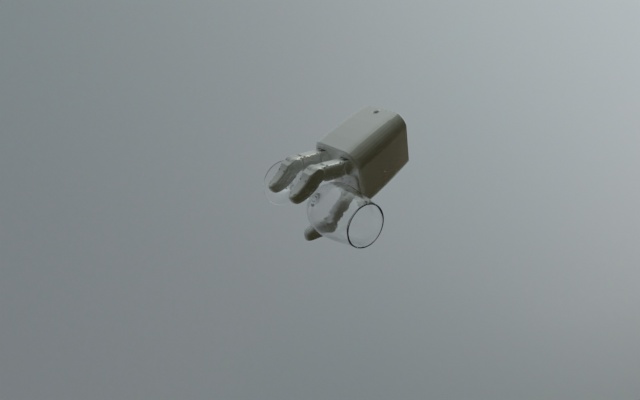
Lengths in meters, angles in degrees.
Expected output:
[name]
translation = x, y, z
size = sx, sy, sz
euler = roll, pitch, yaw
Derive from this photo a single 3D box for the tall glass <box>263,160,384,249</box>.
[tall glass]
translation = 0.000, 0.002, 0.680
size = 0.079, 0.079, 0.201
euler = 0, 18, -38
